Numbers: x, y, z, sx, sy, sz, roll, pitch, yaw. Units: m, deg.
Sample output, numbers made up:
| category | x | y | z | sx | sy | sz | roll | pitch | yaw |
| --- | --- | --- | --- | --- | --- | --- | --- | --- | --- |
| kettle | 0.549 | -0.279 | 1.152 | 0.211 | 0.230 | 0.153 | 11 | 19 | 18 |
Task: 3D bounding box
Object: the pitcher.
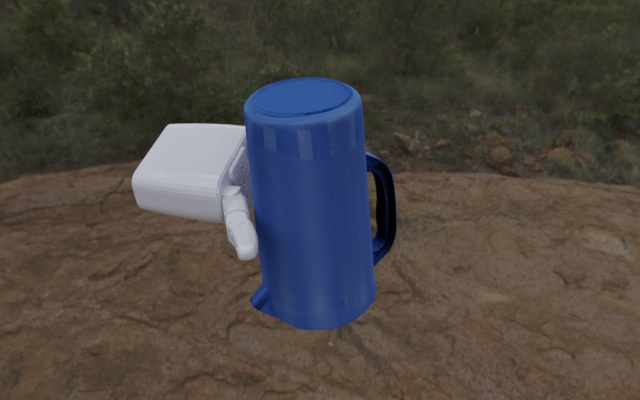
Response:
| category | x | y | z | sx | sy | sz | roll | pitch | yaw |
| --- | --- | --- | --- | --- | --- | --- | --- | --- | --- |
| pitcher | 0.000 | 0.002 | 0.499 | 0.145 | 0.243 | 0.149 | 6 | 35 | 15 |
